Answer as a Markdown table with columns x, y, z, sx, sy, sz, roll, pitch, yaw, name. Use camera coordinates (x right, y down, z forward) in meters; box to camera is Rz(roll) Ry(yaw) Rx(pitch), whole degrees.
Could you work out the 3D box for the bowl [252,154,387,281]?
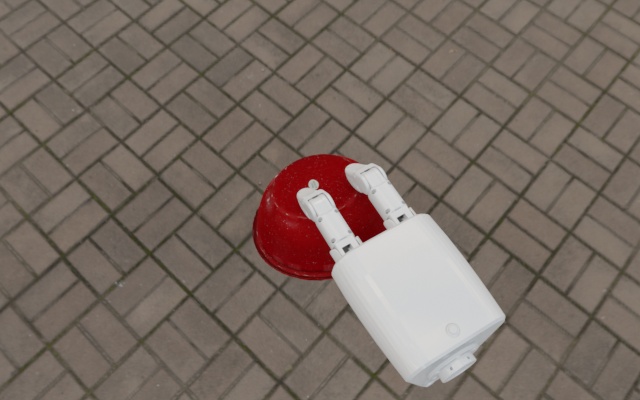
| x | y | z | sx | sy | sz | roll | pitch | yaw | name |
| --- | --- | --- | --- | --- | --- | --- | --- | --- | --- |
| -0.001 | 0.001 | 0.501 | 0.162 | 0.162 | 0.055 | 0 | -42 | 14 | bowl |
